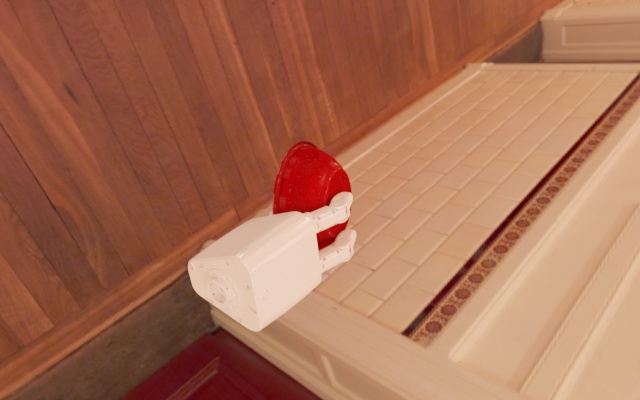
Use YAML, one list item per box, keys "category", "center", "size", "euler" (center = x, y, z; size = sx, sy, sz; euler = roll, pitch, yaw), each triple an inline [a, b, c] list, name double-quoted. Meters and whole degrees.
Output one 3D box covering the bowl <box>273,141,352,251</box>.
- category: "bowl"
  center: [0.001, 0.001, 0.637]
  size: [0.055, 0.162, 0.162]
  euler: [4, 2, 25]
